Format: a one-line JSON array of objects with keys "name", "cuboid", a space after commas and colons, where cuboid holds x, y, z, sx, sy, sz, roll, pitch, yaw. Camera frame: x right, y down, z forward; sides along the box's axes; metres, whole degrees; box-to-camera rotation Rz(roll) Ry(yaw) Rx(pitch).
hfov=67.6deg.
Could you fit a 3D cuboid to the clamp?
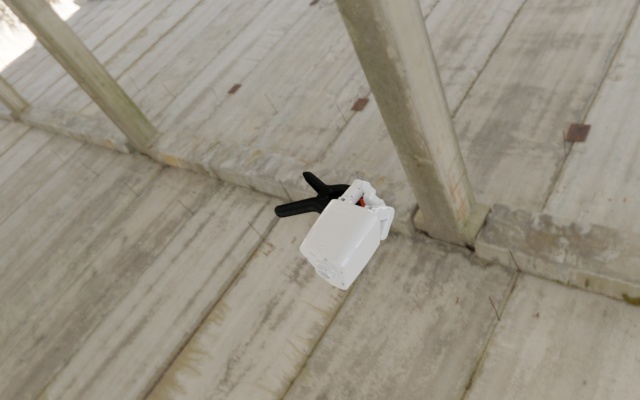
[{"name": "clamp", "cuboid": [0.001, 0.003, 0.875, 0.171, 0.120, 0.039, 16, -33, 39]}]
